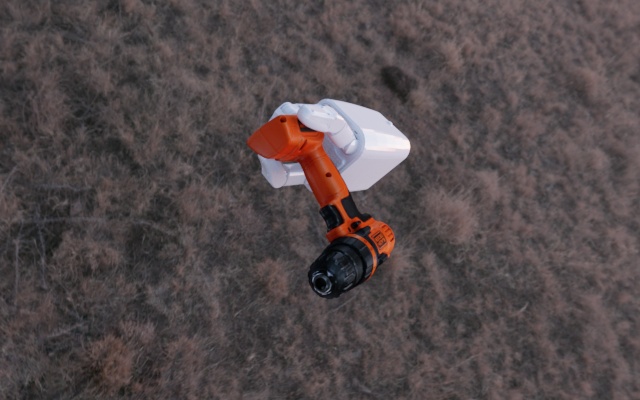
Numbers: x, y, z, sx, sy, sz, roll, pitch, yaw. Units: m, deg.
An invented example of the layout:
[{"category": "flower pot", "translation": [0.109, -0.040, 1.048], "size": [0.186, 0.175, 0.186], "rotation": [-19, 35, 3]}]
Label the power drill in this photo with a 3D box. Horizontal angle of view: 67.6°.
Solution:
[{"category": "power drill", "translation": [0.000, 0.001, 0.502], "size": [0.057, 0.187, 0.184], "rotation": [-32, -5, 22]}]
